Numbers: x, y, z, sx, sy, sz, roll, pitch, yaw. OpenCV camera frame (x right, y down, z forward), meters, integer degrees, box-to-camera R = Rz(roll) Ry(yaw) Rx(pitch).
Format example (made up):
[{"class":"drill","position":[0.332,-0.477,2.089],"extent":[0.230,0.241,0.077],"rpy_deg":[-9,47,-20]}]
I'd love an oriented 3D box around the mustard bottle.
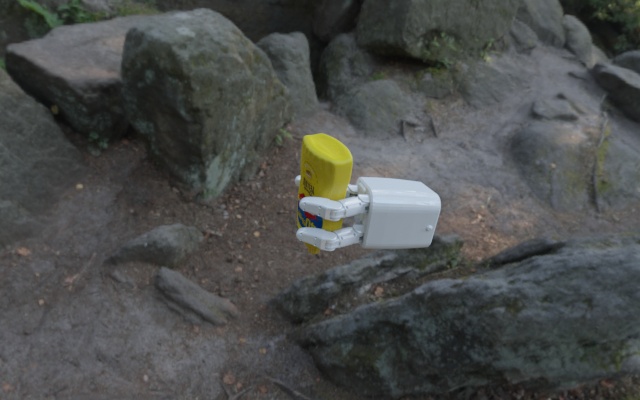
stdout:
[{"class":"mustard bottle","position":[0.000,0.002,0.726],"extent":[0.058,0.192,0.096],"rpy_deg":[-13,38,-29]}]
